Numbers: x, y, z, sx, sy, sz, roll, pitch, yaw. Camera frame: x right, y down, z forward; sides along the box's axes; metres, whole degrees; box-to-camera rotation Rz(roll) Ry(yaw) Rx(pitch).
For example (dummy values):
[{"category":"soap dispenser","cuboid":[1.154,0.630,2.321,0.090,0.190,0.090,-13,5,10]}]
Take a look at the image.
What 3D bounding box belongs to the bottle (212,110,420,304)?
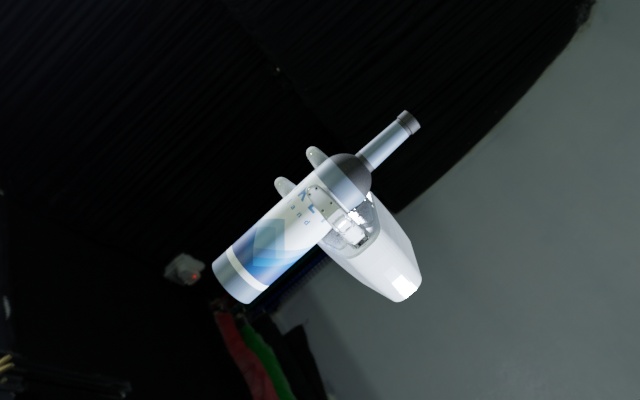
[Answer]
[{"category":"bottle","cuboid":[0.000,0.002,0.573,0.296,0.069,0.069,-42,-3,4]}]
